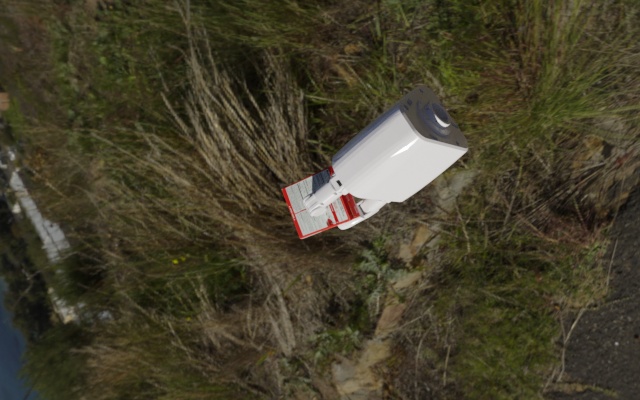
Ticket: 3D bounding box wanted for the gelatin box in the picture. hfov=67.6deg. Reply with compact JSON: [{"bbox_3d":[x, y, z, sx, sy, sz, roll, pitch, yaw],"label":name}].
[{"bbox_3d":[0.000,0.002,0.625,0.089,0.073,0.030,-23,-3,35],"label":"gelatin box"}]
